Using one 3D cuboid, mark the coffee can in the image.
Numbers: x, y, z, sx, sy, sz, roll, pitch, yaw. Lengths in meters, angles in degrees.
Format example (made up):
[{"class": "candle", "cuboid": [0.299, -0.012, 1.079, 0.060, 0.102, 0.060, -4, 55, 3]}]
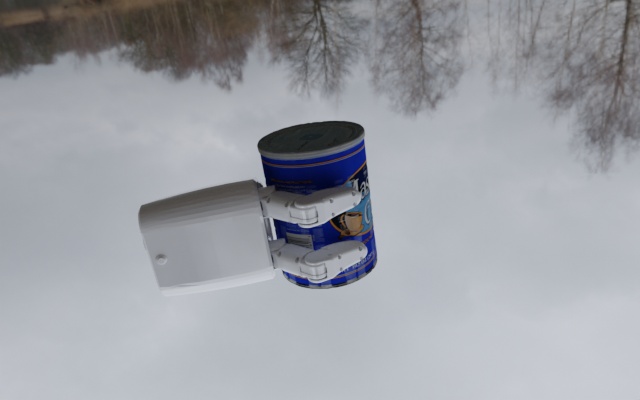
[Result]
[{"class": "coffee can", "cuboid": [0.000, 0.001, 0.479, 0.103, 0.140, 0.102, -7, 23, 3]}]
